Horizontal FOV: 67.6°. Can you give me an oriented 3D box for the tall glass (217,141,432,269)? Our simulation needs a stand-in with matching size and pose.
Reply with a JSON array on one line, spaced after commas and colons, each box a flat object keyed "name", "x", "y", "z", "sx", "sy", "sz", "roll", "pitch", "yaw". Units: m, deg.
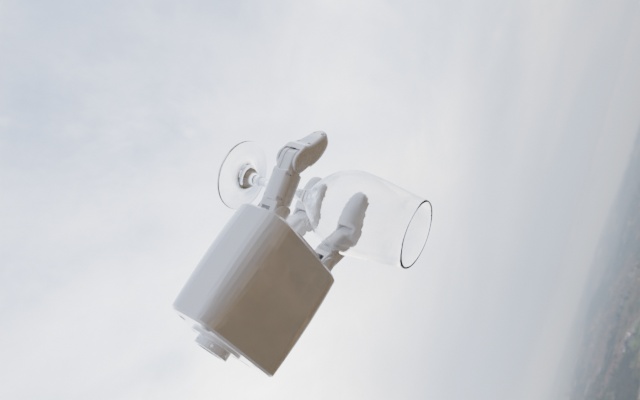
[{"name": "tall glass", "x": 0.000, "y": 0.001, "z": 0.452, "sx": 0.201, "sy": 0.079, "sz": 0.079, "roll": 18, "pitch": 9, "yaw": 30}]
